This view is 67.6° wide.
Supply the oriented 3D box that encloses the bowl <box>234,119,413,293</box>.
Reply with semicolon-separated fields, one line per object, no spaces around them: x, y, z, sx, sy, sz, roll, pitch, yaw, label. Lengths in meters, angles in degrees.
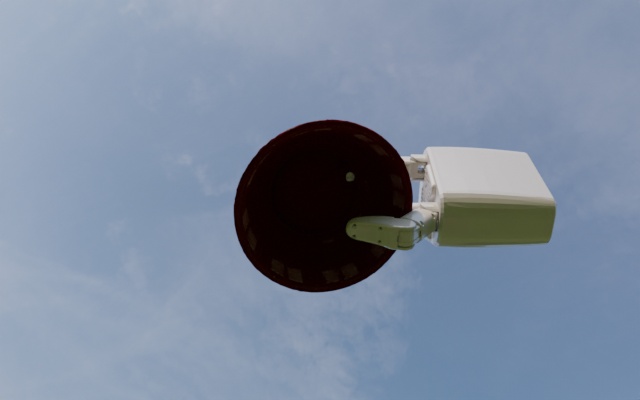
-0.001;0.001;0.441;0.162;0.162;0.055;0;20;-14;bowl
